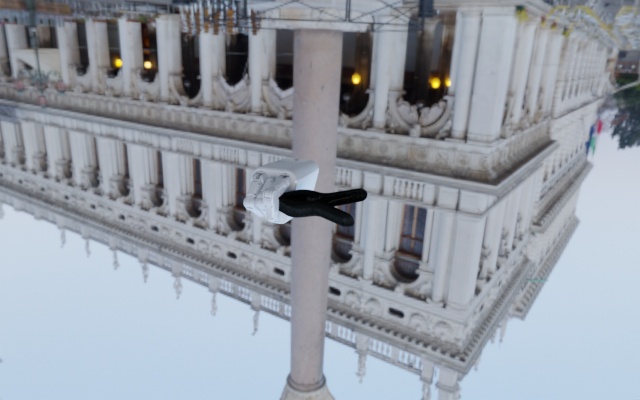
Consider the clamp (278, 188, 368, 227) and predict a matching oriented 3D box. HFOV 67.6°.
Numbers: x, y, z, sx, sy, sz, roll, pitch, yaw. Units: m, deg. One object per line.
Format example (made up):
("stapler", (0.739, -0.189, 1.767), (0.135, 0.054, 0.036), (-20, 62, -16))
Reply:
("clamp", (0.000, 0.003, 0.863), (0.171, 0.039, 0.120), (11, 24, 24))
